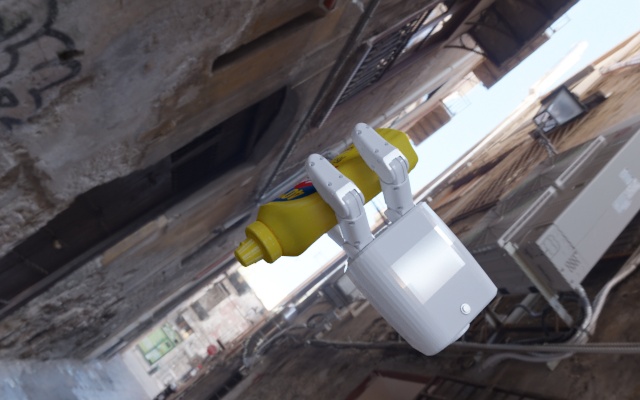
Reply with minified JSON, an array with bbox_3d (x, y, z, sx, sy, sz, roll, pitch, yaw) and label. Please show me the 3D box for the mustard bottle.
[{"bbox_3d":[0.000,0.001,0.458,0.191,0.058,0.096,-36,13,-23],"label":"mustard bottle"}]
